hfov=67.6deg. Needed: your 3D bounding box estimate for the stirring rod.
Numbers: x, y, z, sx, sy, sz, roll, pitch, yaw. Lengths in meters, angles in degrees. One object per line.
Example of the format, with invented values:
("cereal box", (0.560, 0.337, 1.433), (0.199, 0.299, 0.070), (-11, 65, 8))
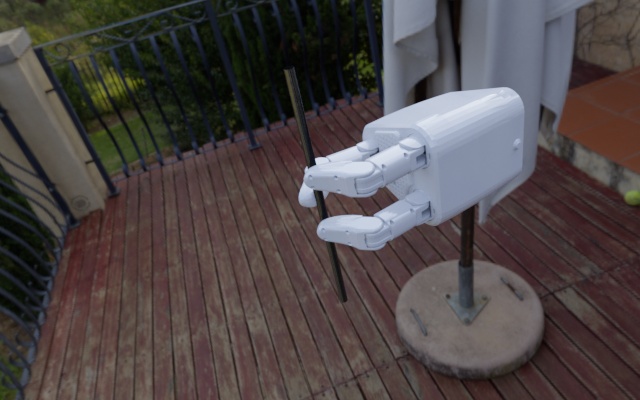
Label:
("stirring rod", (0.000, 0.001, 0.414), (0.011, 0.240, 0.011), (-9, 33, 6))
